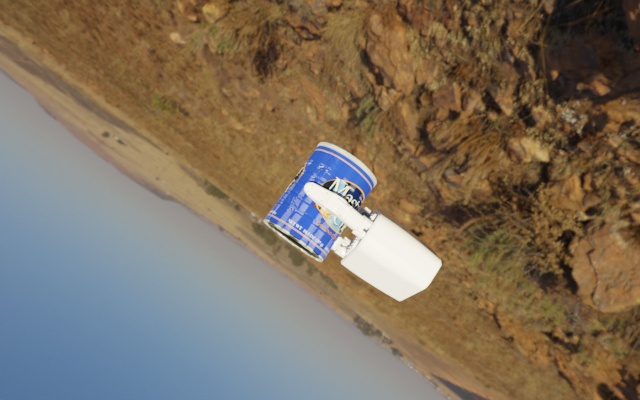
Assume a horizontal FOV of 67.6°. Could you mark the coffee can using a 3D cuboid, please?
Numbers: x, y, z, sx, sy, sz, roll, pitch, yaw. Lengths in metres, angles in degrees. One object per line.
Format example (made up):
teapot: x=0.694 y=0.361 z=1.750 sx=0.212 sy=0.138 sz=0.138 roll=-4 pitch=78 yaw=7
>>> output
coffee can: x=0.000 y=0.002 z=0.686 sx=0.103 sy=0.140 sz=0.103 roll=34 pitch=-10 yaw=7
